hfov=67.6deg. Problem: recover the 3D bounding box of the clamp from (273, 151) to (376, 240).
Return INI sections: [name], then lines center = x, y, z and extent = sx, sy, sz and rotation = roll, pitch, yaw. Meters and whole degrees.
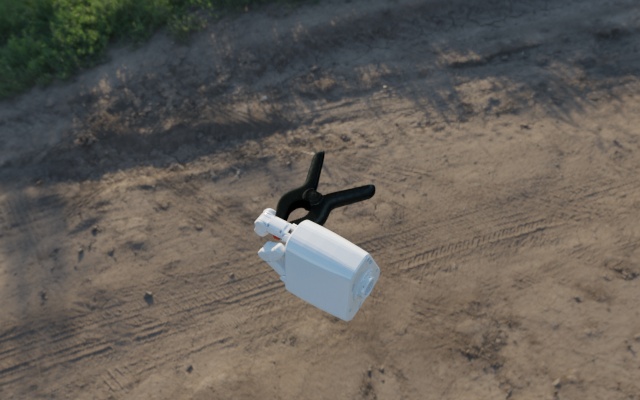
[clamp]
center = 0.000, 0.002, 0.726
extent = 0.120, 0.171, 0.039
rotation = 25, -29, 25
